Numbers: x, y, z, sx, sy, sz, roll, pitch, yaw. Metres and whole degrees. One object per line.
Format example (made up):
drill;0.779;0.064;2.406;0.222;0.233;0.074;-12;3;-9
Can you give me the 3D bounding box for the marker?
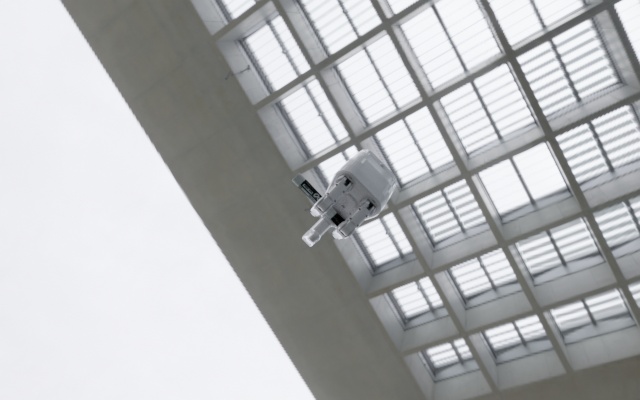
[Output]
marker;0.000;0.003;0.811;0.020;0.121;0.020;-44;3;3
